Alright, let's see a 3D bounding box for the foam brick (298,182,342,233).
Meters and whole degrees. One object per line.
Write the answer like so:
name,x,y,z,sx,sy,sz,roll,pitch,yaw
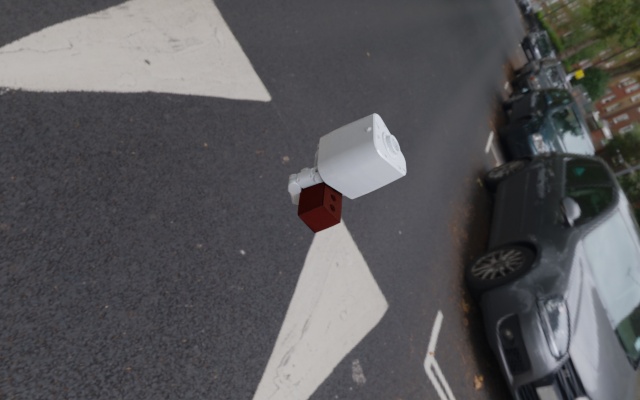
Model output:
foam brick,0.000,0.003,0.784,0.051,0.078,0.053,-21,-47,27
